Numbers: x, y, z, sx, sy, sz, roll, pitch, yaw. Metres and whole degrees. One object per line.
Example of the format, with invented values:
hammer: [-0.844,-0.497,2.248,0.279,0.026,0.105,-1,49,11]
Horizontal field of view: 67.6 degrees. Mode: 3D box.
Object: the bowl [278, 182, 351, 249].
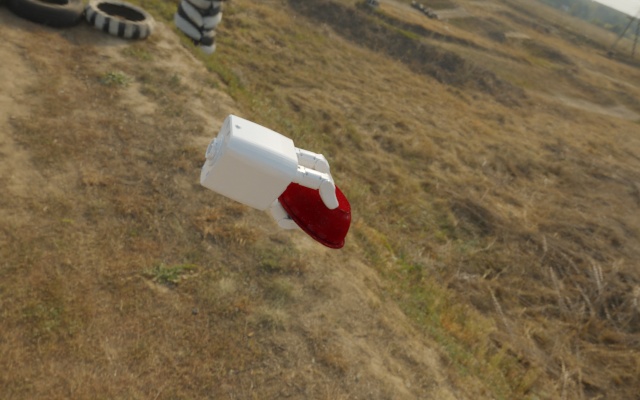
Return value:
bowl: [0.001,0.003,0.800,0.055,0.162,0.162,-44,-17,18]
